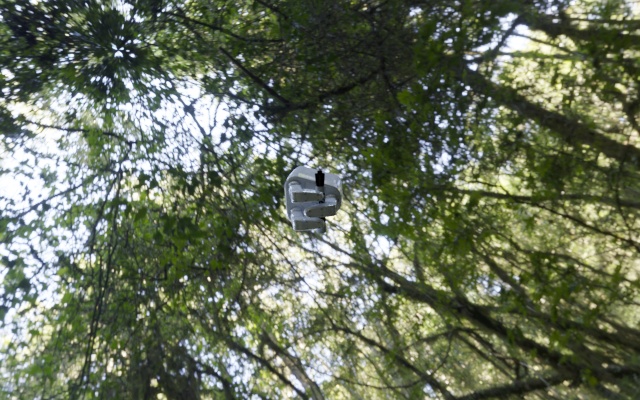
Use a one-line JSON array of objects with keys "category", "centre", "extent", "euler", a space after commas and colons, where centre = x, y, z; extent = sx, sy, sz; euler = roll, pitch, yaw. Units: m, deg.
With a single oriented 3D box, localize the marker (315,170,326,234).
[{"category": "marker", "centre": [0.000, 0.003, 0.893], "extent": [0.020, 0.121, 0.020], "euler": [-1, 18, 0]}]
